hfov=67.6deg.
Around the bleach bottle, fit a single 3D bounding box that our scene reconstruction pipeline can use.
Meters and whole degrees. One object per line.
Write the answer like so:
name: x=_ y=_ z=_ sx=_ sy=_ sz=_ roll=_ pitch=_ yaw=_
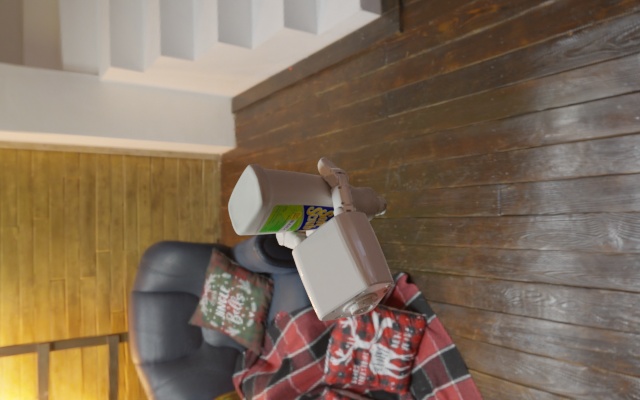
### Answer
bleach bottle: x=0.000 y=0.002 z=0.697 sx=0.251 sy=0.068 sz=0.103 roll=0 pitch=-37 yaw=-35
